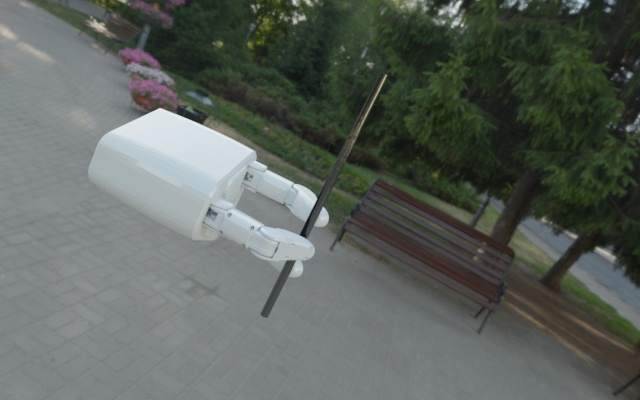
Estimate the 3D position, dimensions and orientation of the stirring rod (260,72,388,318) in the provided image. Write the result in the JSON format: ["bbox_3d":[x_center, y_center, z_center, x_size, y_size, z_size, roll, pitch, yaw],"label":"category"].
[{"bbox_3d":[0.000,0.001,0.418,0.011,0.239,0.011,25,12,-6],"label":"stirring rod"}]
